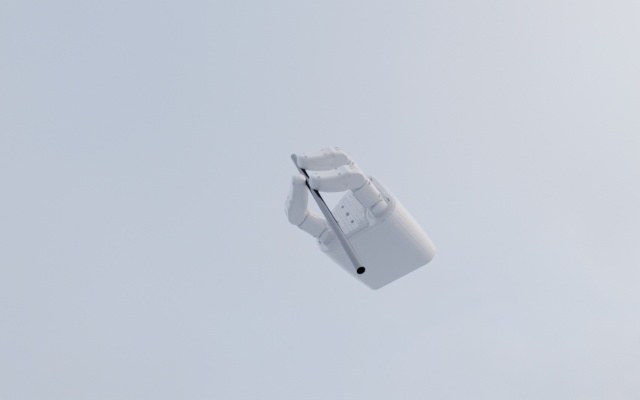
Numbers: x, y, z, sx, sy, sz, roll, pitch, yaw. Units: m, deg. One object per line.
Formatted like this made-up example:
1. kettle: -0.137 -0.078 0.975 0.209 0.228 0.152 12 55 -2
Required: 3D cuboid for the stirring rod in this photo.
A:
1. stirring rod: 0.000 0.002 0.496 0.011 0.011 0.239 0 28 -18
